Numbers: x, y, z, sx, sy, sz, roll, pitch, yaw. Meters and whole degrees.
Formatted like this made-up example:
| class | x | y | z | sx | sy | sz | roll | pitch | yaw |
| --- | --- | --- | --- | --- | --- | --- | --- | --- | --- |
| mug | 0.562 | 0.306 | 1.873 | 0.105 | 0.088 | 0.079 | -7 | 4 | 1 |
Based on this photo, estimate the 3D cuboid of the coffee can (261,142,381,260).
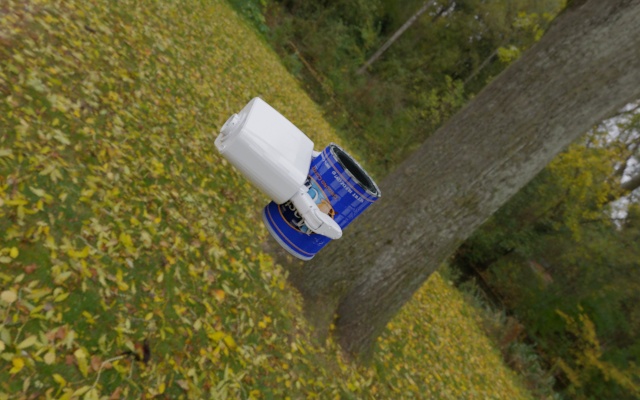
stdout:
| class | x | y | z | sx | sy | sz | roll | pitch | yaw |
| --- | --- | --- | --- | --- | --- | --- | --- | --- | --- |
| coffee can | 0.000 | 0.002 | 0.681 | 0.140 | 0.103 | 0.103 | -43 | -14 | 16 |
